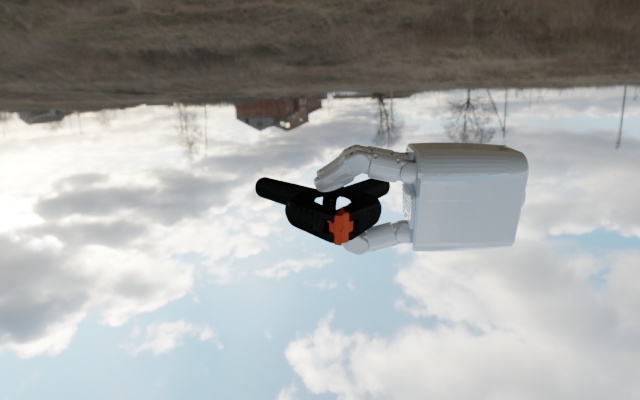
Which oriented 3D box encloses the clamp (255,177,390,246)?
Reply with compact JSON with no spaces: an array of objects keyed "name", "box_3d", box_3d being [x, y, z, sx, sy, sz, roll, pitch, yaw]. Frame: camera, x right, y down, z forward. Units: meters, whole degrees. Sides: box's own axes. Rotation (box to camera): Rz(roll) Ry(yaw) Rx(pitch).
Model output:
[{"name":"clamp","box_3d":[0.000,0.003,0.503,0.164,0.036,0.210,0,13,2]}]
